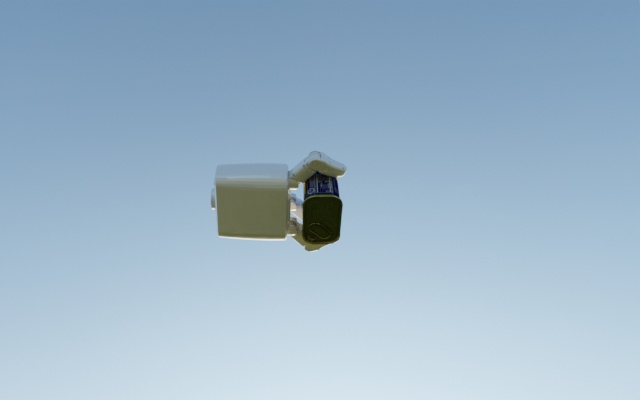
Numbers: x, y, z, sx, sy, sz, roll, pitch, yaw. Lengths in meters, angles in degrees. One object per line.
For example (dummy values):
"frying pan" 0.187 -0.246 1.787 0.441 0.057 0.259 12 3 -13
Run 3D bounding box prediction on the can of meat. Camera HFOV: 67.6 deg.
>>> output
"can of meat" 0.000 0.002 0.725 0.057 0.102 0.083 -1 44 -3
